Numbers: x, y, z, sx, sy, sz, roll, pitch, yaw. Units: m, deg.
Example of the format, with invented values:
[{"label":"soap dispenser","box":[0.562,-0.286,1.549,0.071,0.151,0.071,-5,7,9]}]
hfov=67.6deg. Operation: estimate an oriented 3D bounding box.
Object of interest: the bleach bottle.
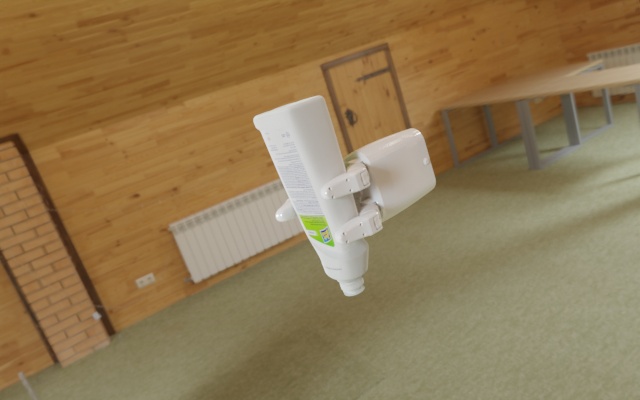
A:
[{"label":"bleach bottle","box":[0.000,0.002,0.599,0.068,0.251,0.102,-27,16,-28]}]
